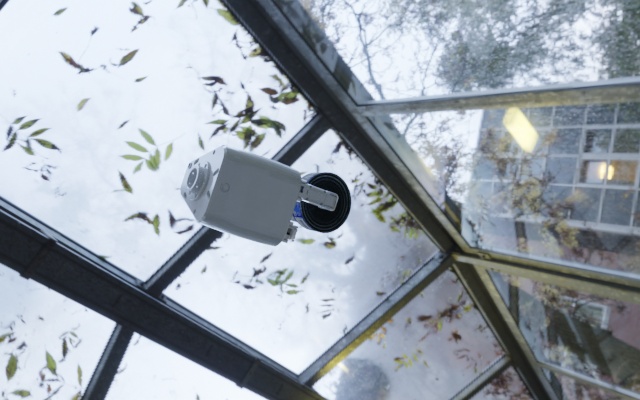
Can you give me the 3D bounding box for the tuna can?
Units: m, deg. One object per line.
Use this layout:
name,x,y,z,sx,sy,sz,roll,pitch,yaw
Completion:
tuna can,0.000,0.002,0.681,0.086,0.086,0.034,0,3,-33
